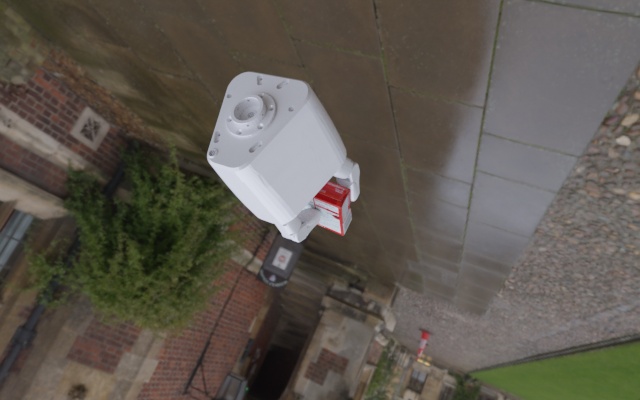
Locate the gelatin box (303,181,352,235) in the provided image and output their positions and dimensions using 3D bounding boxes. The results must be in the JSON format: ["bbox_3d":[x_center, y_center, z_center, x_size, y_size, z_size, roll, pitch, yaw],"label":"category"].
[{"bbox_3d":[0.000,0.002,0.587,0.073,0.030,0.089,23,-22,15],"label":"gelatin box"}]
